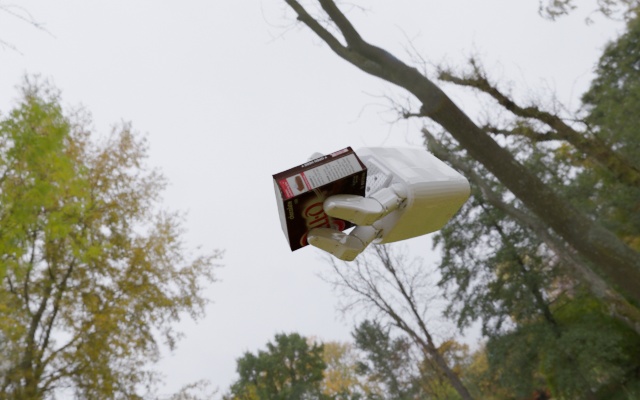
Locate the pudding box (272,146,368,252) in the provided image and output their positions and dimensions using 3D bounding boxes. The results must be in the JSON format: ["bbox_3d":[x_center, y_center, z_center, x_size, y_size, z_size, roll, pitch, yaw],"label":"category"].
[{"bbox_3d":[0.000,0.002,0.505,0.090,0.039,0.114,-22,-32,-11],"label":"pudding box"}]
